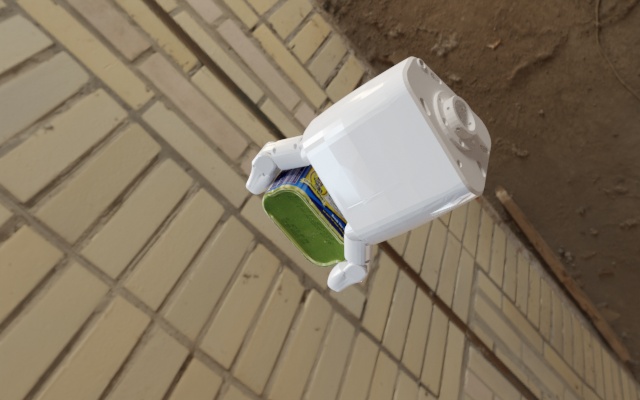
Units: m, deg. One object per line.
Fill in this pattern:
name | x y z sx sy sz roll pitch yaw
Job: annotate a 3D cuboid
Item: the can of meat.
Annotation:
can of meat | 0.000 0.002 0.466 0.057 0.102 0.084 -24 26 38
